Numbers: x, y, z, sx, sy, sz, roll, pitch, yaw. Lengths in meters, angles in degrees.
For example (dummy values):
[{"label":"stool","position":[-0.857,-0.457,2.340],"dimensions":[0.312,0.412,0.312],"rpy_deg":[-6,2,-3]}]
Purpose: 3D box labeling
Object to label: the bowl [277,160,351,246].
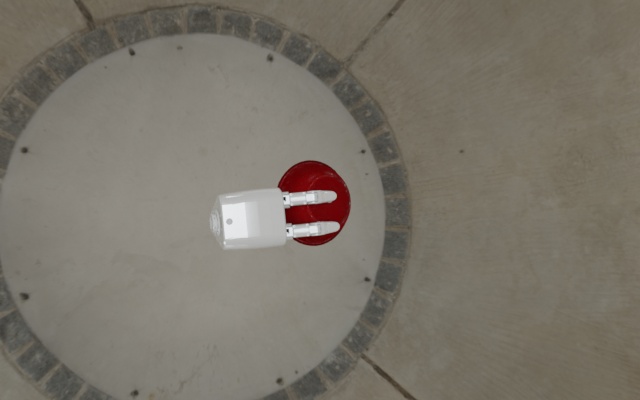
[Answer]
[{"label":"bowl","position":[0.001,0.002,0.876],"dimensions":[0.162,0.162,0.055],"rpy_deg":[0,-4,-32]}]
